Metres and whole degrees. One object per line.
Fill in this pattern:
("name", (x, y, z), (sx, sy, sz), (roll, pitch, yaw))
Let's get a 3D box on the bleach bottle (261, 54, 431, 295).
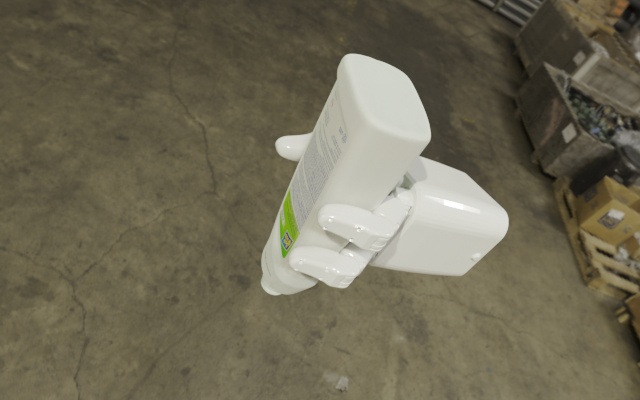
("bleach bottle", (0.000, 0.001, 0.437), (0.068, 0.102, 0.251), (13, -46, -22))
